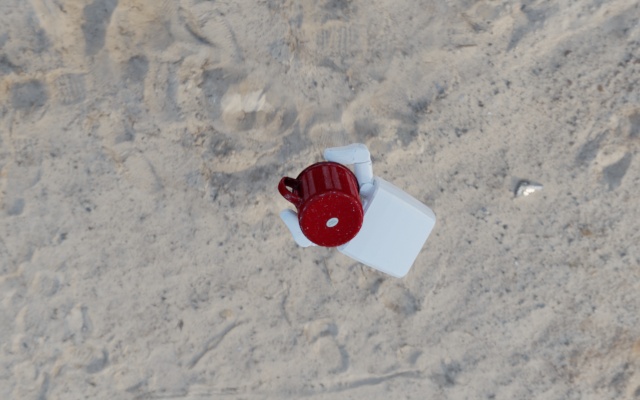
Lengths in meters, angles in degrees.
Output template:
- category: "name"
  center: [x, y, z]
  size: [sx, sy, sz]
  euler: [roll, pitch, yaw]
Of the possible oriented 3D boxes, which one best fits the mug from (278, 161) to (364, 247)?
- category: "mug"
  center: [-0.001, 0.001, 0.611]
  size: [0.117, 0.093, 0.081]
  euler: [25, 21, -16]
